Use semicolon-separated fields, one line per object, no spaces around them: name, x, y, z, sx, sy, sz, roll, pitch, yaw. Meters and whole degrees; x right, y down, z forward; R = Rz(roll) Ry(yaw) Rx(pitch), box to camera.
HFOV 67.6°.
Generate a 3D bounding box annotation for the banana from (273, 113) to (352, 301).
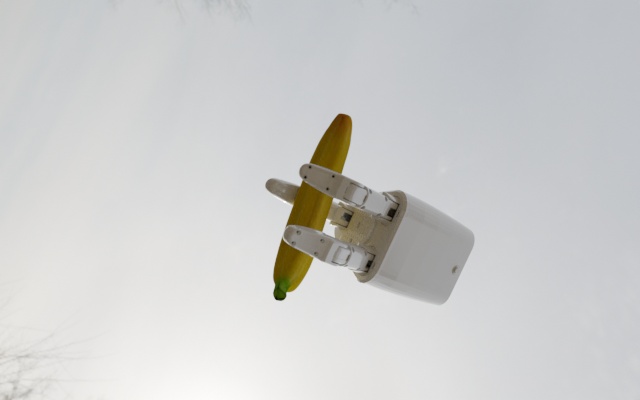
banana;-0.007;0.009;0.475;0.037;0.197;0.070;22;-20;-13
